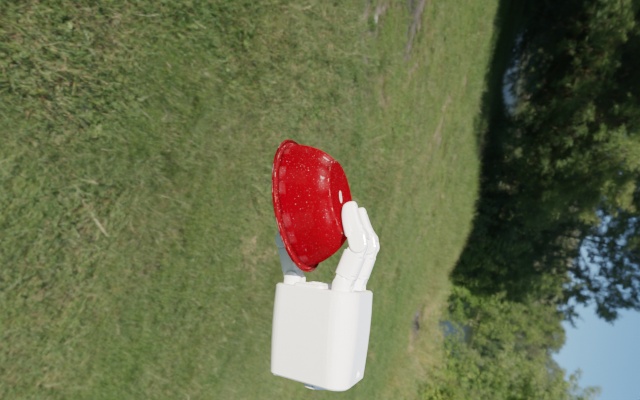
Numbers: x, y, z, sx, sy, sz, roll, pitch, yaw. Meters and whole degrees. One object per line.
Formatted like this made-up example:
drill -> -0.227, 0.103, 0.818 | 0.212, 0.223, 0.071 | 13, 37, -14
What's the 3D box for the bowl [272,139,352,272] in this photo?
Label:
bowl -> 0.000, 0.000, 0.570 | 0.055, 0.162, 0.162 | -10, -3, 18
